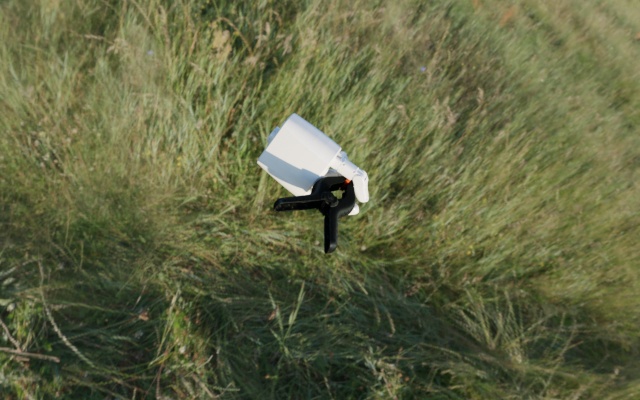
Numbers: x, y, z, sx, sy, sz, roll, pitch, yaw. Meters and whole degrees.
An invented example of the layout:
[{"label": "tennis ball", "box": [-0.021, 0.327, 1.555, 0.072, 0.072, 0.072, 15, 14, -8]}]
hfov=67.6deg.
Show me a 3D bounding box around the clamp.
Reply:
[{"label": "clamp", "box": [0.001, 0.002, 0.796, 0.039, 0.120, 0.171, -49, 5, 41]}]
